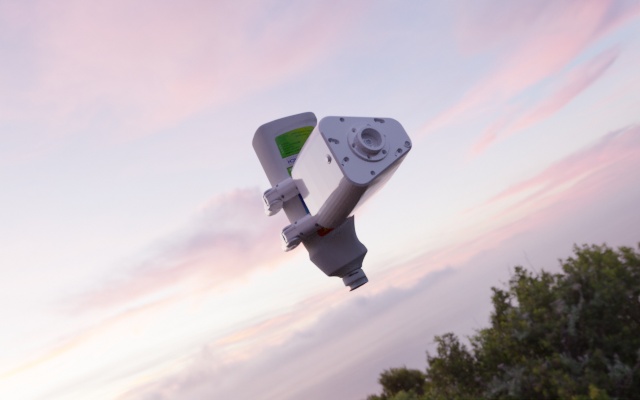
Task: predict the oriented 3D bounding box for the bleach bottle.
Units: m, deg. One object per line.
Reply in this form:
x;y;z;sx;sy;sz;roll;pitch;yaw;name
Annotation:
0.000;0.002;0.652;0.102;0.250;0.068;-20;-18;-26;bleach bottle
